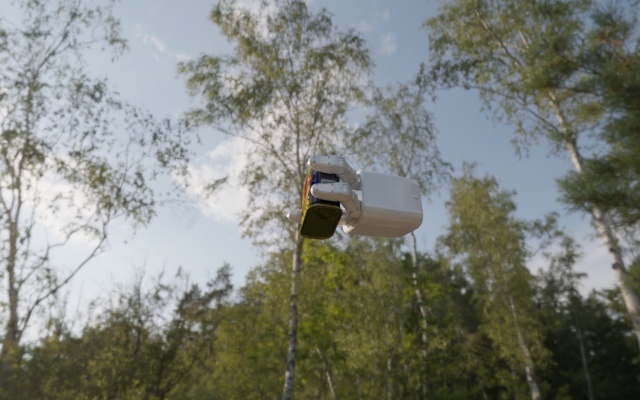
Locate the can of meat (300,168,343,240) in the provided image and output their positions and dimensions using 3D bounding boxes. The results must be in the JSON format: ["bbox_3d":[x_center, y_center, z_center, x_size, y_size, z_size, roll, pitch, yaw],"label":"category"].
[{"bbox_3d":[0.000,0.002,0.783,0.057,0.084,0.102,6,-35,-9],"label":"can of meat"}]
